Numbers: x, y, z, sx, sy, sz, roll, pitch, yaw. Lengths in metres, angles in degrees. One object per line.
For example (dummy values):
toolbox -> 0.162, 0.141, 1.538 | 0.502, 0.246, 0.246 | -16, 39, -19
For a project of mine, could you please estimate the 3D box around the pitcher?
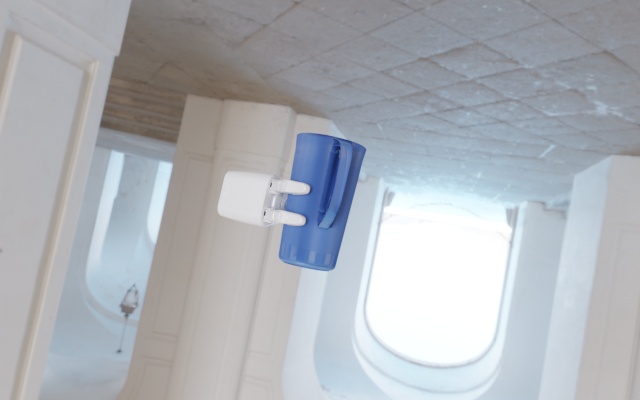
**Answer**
pitcher -> 0.000, 0.003, 0.877 | 0.145, 0.243, 0.149 | 10, -4, 28
